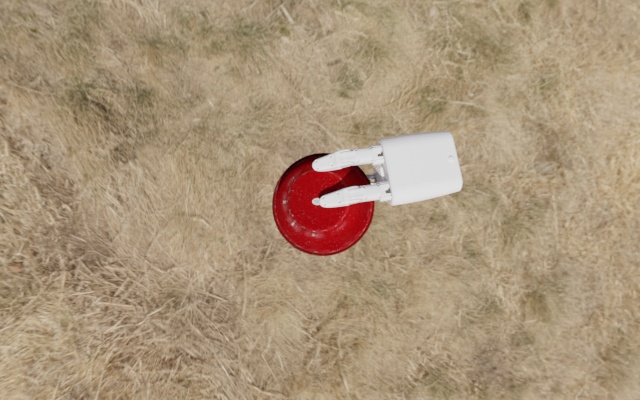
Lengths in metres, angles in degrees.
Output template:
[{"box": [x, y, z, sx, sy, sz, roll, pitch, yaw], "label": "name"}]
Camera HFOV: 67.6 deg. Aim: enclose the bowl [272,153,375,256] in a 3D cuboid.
[{"box": [-0.001, 0.003, 0.718, 0.162, 0.162, 0.055, 0, -6, 8], "label": "bowl"}]
